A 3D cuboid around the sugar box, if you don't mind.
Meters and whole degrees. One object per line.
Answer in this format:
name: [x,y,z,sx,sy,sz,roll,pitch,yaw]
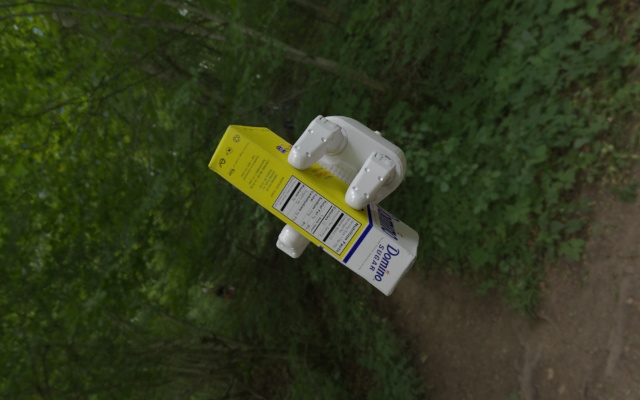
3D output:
sugar box: [0.000,0.001,0.406,0.176,0.048,0.093,33,13,6]
